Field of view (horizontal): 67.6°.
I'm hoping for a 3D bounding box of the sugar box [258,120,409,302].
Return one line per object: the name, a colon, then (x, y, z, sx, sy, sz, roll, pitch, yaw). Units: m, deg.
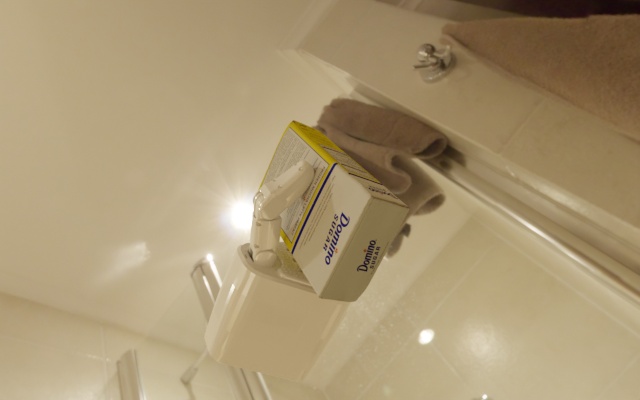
sugar box: (0.000, 0.002, 0.430, 0.048, 0.093, 0.176, 15, 20, -34)
